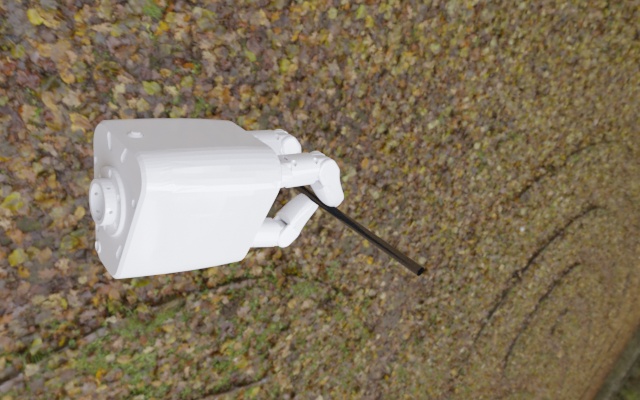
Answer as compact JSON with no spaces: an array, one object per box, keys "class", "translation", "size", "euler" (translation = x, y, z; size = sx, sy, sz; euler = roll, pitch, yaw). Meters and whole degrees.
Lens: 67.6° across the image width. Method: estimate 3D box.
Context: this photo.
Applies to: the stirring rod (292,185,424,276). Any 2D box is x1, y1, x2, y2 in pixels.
[{"class":"stirring rod","translation":[0.000,0.001,0.441],"size":[0.011,0.011,0.239],"euler":[0,26,-45]}]
